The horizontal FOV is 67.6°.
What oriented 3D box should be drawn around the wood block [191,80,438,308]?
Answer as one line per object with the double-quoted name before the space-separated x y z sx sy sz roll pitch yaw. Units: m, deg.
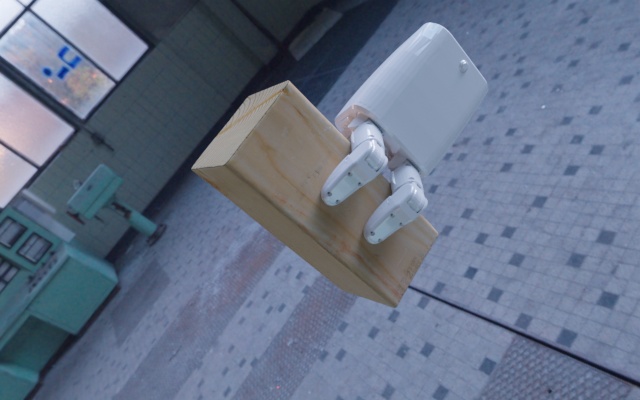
"wood block" 0.000 0.001 0.440 0.206 0.090 0.091 42 -18 -25
